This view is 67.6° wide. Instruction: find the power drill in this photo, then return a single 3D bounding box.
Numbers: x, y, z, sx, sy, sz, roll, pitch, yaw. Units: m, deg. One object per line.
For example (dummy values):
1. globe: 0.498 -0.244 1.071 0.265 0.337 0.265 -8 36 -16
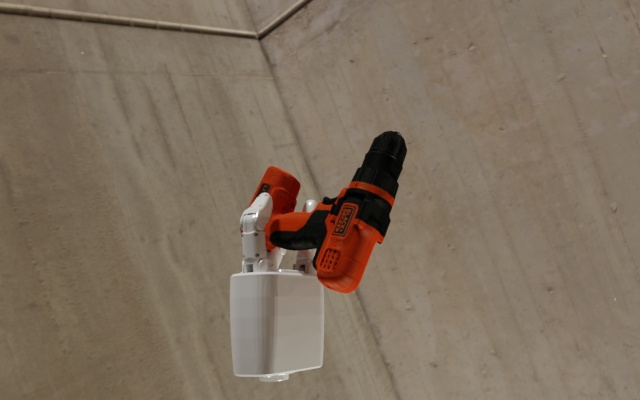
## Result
1. power drill: 0.000 0.002 0.551 0.187 0.184 0.057 6 -24 47
